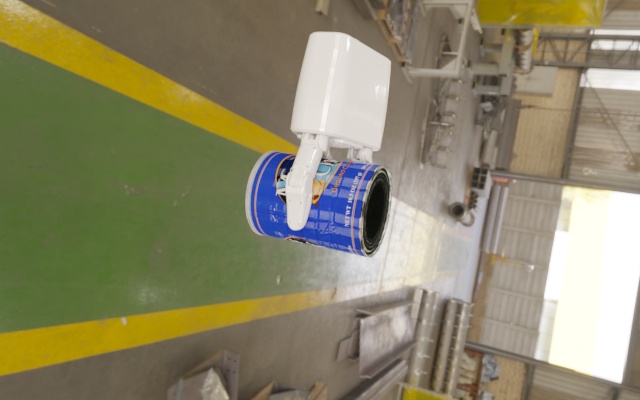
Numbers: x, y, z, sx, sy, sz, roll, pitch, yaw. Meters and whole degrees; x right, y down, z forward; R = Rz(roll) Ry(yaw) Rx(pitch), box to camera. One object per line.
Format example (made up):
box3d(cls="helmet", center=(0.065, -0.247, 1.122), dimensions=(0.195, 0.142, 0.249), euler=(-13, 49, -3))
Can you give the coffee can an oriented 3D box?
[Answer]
box3d(cls="coffee can", center=(0.000, 0.002, 0.548), dimensions=(0.140, 0.103, 0.103), euler=(10, 4, 23))
